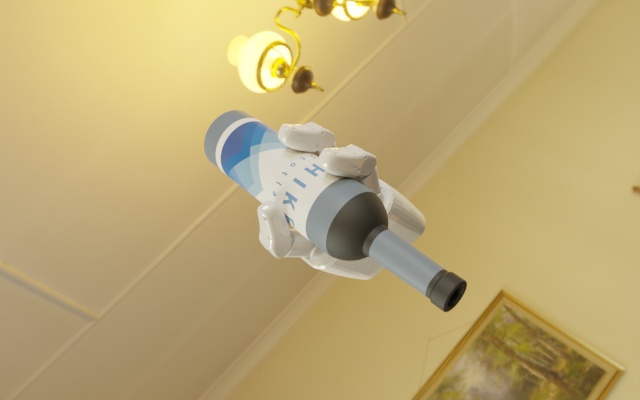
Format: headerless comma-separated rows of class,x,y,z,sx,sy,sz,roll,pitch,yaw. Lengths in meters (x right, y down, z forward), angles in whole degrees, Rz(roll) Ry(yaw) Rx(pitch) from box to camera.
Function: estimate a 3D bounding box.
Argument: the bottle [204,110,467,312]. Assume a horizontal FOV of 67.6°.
bottle,0.000,0.001,0.429,0.069,0.069,0.295,0,27,-48
